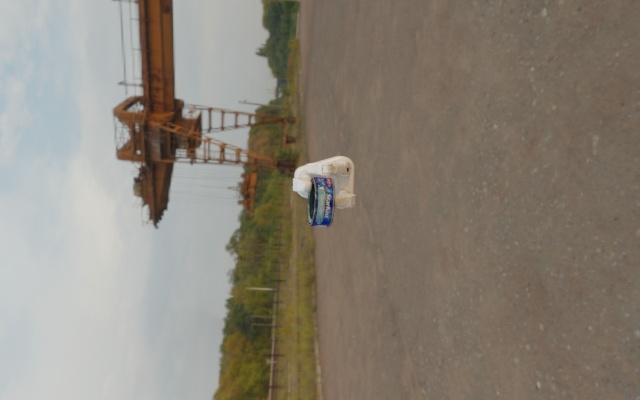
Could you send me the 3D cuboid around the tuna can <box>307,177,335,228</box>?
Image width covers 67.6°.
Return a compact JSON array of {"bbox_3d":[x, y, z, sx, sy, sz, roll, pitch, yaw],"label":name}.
[{"bbox_3d":[0.000,0.003,0.816,0.034,0.086,0.086,3,-1,-10],"label":"tuna can"}]
